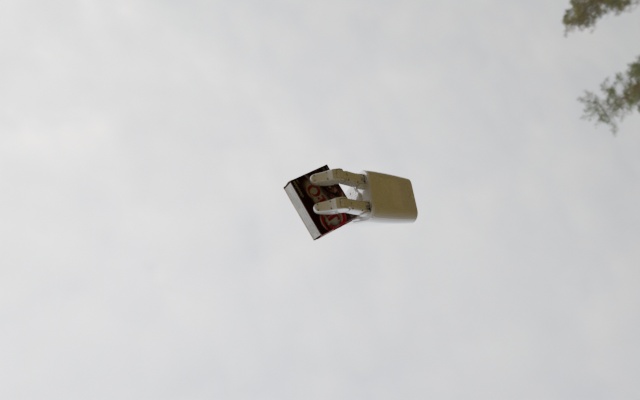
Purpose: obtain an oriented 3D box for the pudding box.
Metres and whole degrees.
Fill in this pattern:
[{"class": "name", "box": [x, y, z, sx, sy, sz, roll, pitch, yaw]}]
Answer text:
[{"class": "pudding box", "box": [0.000, 0.003, 0.851, 0.090, 0.113, 0.039, -26, -10, -36]}]
